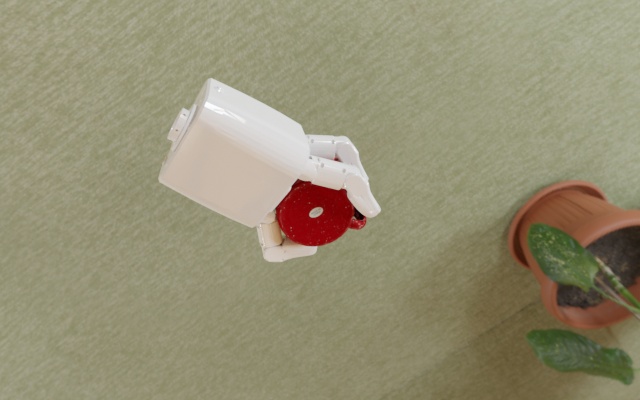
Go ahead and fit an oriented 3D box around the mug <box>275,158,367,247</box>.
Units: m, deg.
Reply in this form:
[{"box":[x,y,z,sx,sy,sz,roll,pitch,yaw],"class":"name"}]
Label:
[{"box":[0.001,0.002,0.527,0.117,0.093,0.081,26,20,-22],"class":"mug"}]
